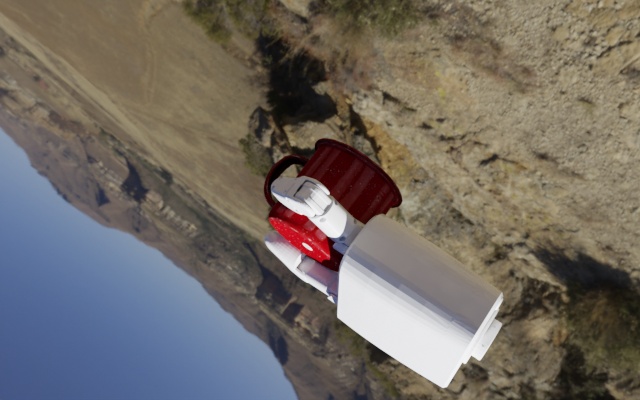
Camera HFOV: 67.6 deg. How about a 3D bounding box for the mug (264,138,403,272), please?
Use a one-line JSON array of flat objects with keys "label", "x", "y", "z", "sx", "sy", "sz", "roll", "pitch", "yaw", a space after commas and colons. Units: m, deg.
[{"label": "mug", "x": -0.001, "y": 0.001, "z": 0.417, "sx": 0.117, "sy": 0.081, "sz": 0.093, "roll": 32, "pitch": -15, "yaw": 21}]
